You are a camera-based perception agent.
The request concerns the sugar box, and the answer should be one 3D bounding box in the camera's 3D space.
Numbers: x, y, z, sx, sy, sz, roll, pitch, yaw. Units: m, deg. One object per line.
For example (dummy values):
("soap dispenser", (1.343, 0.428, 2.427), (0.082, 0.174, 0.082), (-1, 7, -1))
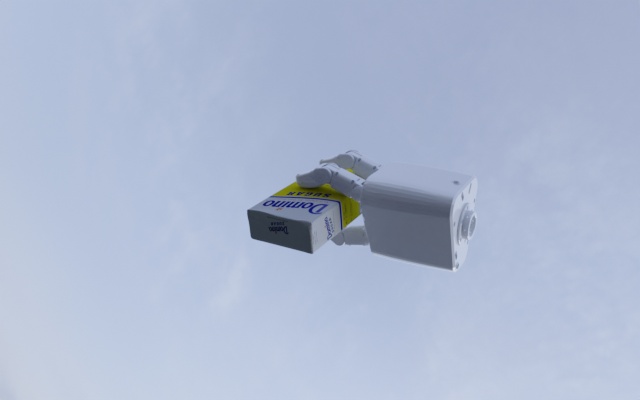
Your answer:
("sugar box", (0.000, 0.001, 0.602), (0.093, 0.048, 0.176), (10, 25, 32))
